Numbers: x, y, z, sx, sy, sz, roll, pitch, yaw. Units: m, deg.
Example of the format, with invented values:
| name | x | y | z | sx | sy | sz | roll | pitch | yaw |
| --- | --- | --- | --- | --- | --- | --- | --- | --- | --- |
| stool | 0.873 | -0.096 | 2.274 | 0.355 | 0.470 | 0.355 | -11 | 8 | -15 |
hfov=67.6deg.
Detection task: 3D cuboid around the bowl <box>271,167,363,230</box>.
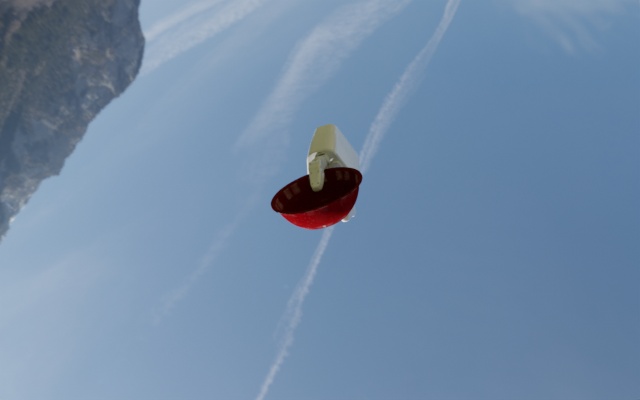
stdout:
| name | x | y | z | sx | sy | sz | roll | pitch | yaw |
| --- | --- | --- | --- | --- | --- | --- | --- | --- | --- |
| bowl | 0.000 | 0.004 | 0.811 | 0.162 | 0.055 | 0.162 | -16 | 23 | 7 |
